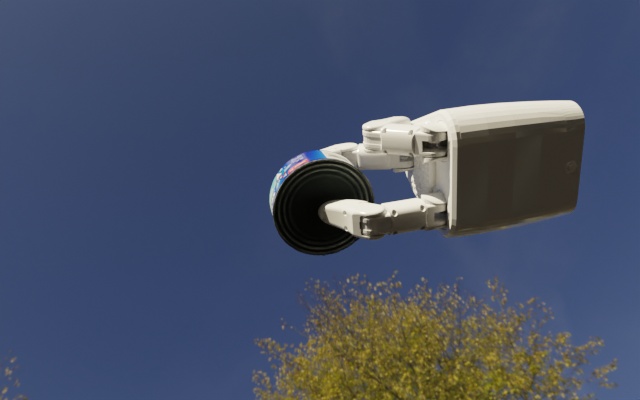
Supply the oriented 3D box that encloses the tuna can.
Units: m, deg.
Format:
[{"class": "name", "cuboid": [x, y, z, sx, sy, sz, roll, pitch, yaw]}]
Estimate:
[{"class": "tuna can", "cuboid": [0.000, 0.001, 0.406, 0.086, 0.086, 0.033, 0, 21, -14]}]
